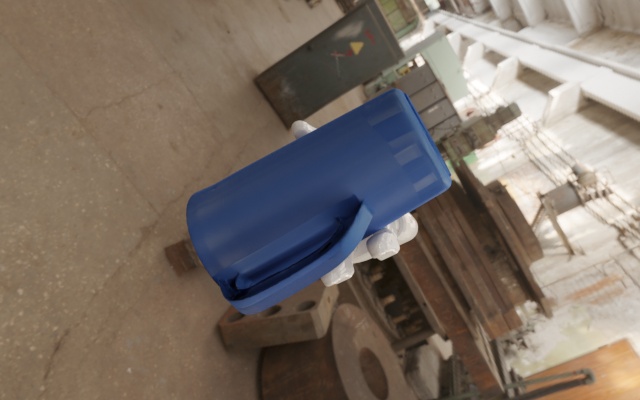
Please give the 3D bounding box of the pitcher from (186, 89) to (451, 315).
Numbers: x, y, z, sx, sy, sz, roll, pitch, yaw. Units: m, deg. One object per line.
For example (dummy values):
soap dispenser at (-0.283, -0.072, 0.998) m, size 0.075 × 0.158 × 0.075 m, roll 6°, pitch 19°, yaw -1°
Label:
pitcher at (0.000, 0.001, 0.470) m, size 0.243 × 0.149 × 0.145 m, roll -29°, pitch -14°, yaw 16°
